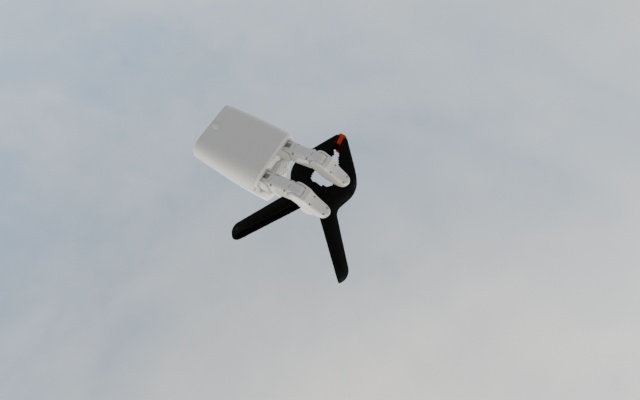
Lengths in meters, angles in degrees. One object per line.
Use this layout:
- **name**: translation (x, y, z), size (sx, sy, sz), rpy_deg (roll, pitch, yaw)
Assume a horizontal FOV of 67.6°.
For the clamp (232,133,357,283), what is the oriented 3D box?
- **clamp**: translation (0.000, 0.002, 0.660), size (0.164, 0.210, 0.036), rpy_deg (28, -22, 10)
